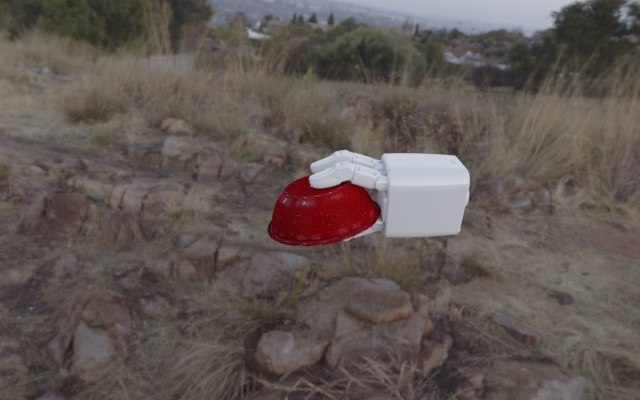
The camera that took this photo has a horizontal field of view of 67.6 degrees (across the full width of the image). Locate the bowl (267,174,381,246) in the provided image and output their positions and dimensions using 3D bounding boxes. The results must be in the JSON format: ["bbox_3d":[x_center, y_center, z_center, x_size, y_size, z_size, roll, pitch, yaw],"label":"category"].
[{"bbox_3d":[-0.001,0.002,0.660,0.162,0.055,0.162,-10,21,4],"label":"bowl"}]
